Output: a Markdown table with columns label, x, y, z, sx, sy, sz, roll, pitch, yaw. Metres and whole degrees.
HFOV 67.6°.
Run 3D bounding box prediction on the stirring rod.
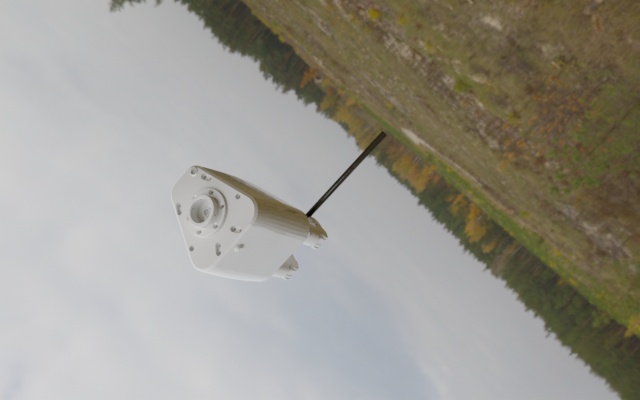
| label | x | y | z | sx | sy | sz | roll | pitch | yaw |
| --- | --- | --- | --- | --- | --- | --- | --- | --- | --- |
| stirring rod | 0.000 | 0.002 | 0.620 | 0.011 | 0.239 | 0.011 | 41 | 9 | -8 |
